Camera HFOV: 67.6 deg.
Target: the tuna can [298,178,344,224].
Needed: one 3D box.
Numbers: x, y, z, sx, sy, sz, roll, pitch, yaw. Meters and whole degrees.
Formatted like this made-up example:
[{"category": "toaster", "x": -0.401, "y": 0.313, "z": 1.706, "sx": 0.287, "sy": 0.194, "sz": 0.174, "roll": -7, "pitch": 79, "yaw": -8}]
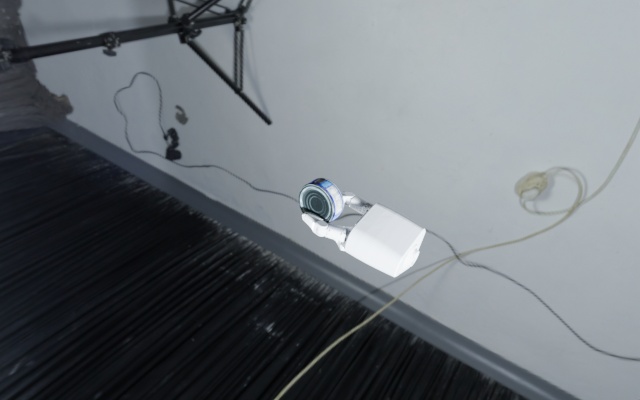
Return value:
[{"category": "tuna can", "x": 0.000, "y": 0.003, "z": 0.899, "sx": 0.086, "sy": 0.086, "sz": 0.033, "roll": 0, "pitch": 21, "yaw": 40}]
